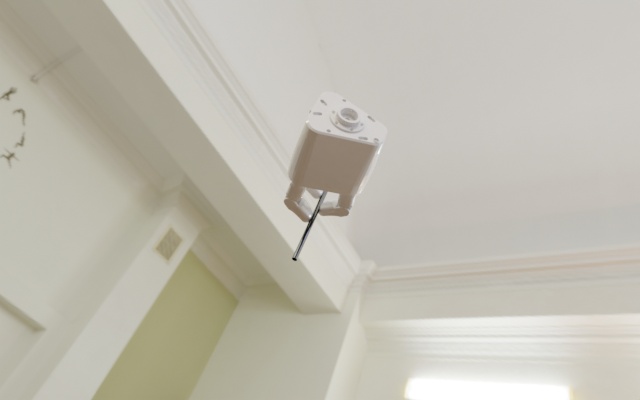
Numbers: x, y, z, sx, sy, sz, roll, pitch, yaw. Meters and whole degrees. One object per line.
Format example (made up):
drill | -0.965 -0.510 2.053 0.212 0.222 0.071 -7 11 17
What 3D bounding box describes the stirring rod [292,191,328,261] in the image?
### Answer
stirring rod | 0.000 0.003 0.767 0.011 0.011 0.239 0 43 25
